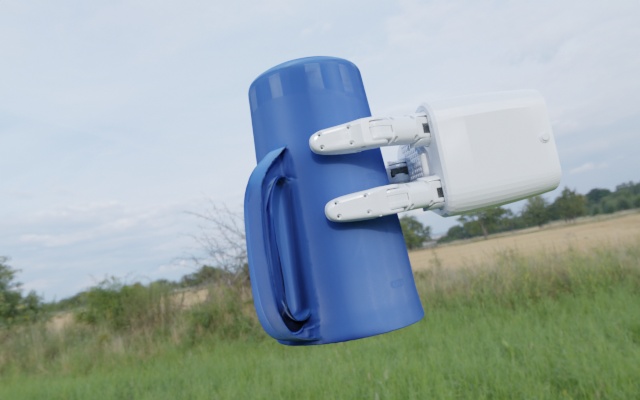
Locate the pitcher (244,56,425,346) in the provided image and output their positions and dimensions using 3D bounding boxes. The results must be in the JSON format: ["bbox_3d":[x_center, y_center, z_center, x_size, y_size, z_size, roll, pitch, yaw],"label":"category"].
[{"bbox_3d":[0.000,0.001,0.429,0.145,0.243,0.149,-10,-6,-9],"label":"pitcher"}]
